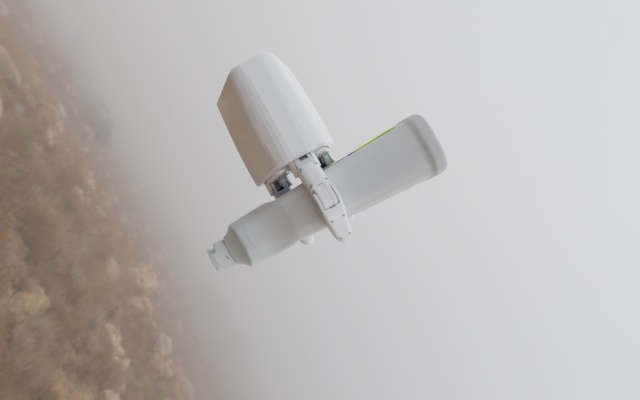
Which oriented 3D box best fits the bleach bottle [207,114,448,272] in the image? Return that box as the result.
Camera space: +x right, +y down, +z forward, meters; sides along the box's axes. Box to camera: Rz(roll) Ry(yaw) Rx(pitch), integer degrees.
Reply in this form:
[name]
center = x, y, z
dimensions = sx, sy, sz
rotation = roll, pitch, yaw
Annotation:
[bleach bottle]
center = 0.000, 0.002, 0.496
dimensions = 0.251, 0.068, 0.102
rotation = -29, 0, -7
